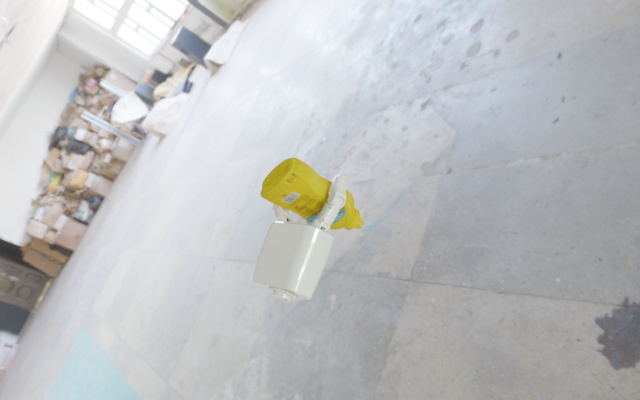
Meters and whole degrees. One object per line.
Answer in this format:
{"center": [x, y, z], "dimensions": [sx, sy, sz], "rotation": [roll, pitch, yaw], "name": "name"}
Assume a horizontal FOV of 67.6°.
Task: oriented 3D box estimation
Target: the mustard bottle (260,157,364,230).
{"center": [0.000, 0.002, 0.816], "dimensions": [0.192, 0.058, 0.096], "rotation": [30, -45, -28], "name": "mustard bottle"}
